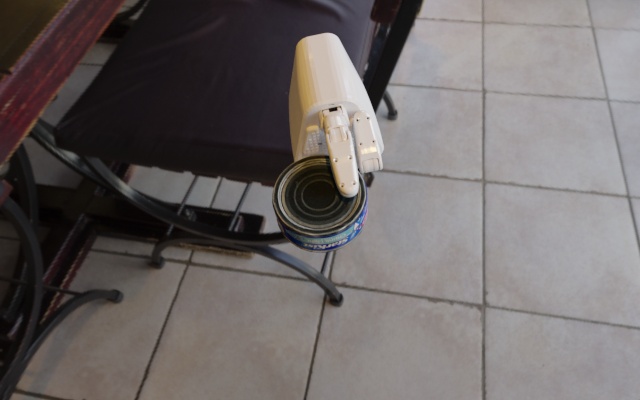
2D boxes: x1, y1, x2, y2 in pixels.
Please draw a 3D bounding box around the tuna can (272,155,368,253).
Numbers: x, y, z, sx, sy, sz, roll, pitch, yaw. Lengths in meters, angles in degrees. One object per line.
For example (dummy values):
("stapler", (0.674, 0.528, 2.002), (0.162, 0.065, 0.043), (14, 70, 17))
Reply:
("tuna can", (0.000, 0.001, 0.432), (0.086, 0.086, 0.034), (0, -30, 5))
